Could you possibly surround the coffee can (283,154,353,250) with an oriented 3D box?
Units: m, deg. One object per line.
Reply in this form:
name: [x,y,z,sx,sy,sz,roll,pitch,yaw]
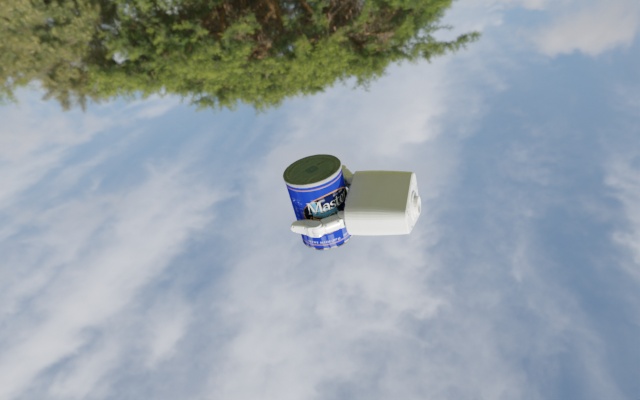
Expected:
coffee can: [0.000,0.003,0.854,0.103,0.140,0.102,-11,32,7]
